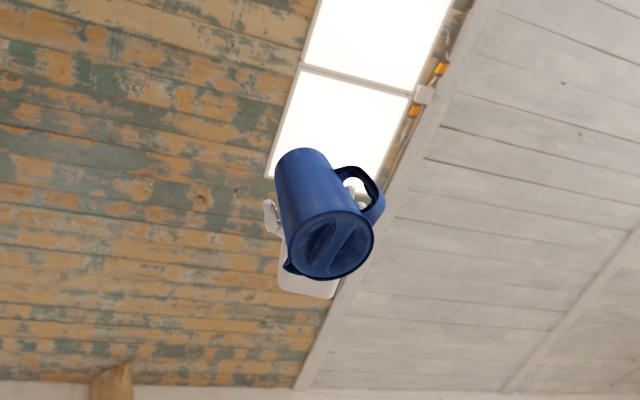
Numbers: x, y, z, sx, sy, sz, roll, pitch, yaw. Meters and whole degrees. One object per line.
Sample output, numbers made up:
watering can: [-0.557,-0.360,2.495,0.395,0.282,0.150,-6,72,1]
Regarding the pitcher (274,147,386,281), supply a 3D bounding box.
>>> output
pitcher: [0.000,0.003,0.796,0.149,0.145,0.242,1,33,-16]
